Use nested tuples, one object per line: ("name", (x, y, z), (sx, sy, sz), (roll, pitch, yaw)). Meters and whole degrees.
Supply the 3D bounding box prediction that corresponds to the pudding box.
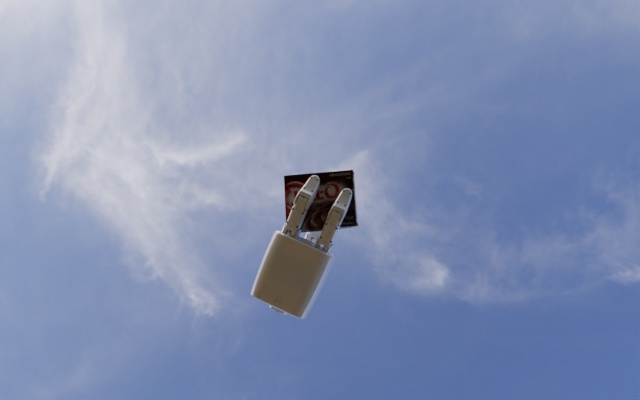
("pudding box", (0.000, 0.003, 0.755), (0.113, 0.090, 0.039), (-5, -10, 5))
